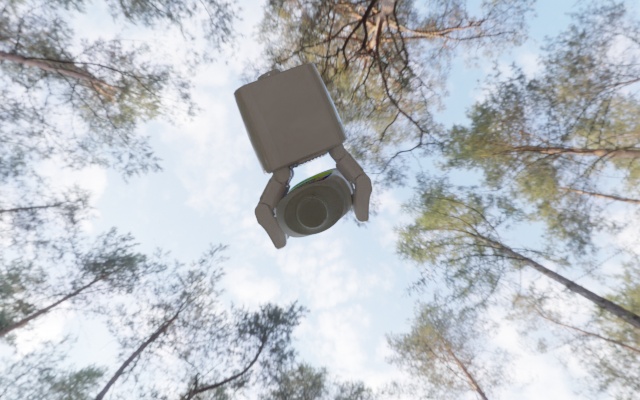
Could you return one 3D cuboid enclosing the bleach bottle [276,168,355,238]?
[{"bbox_3d":[0.000,0.002,0.592,0.102,0.068,0.251,-23,3,1],"label":"bleach bottle"}]
